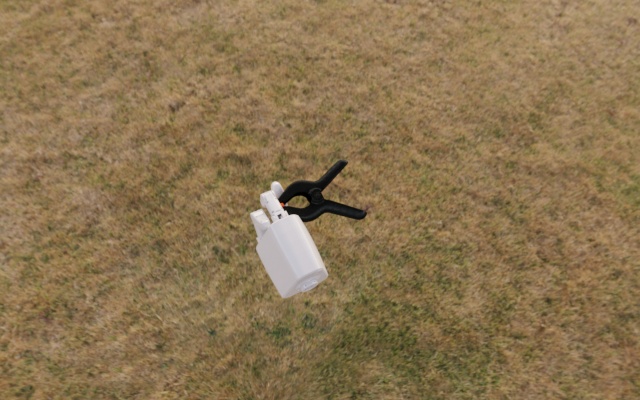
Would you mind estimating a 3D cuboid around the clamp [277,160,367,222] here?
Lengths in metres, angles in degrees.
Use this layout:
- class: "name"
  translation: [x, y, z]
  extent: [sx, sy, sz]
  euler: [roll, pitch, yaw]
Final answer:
- class: "clamp"
  translation: [0.000, 0.003, 0.871]
  extent: [0.171, 0.120, 0.039]
  euler: [-24, -20, -16]
